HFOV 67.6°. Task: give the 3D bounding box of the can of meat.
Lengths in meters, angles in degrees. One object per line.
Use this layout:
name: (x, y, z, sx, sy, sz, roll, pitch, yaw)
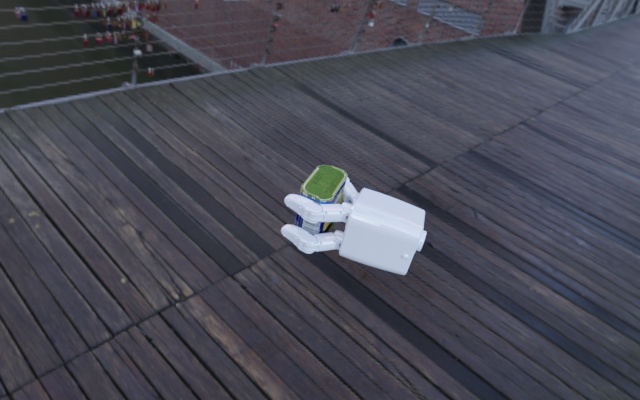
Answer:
can of meat: (0.000, 0.002, 0.751, 0.057, 0.084, 0.102, 21, 37, 11)
